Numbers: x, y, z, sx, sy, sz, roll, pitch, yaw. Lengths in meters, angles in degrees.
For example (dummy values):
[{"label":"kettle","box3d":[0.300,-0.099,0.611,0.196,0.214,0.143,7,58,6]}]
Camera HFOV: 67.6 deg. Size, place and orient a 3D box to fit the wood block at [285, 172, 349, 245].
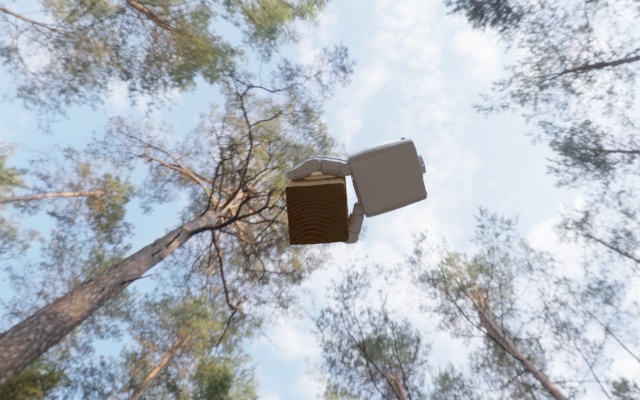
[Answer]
[{"label":"wood block","box3d":[0.001,0.003,0.798,0.090,0.091,0.206,-4,10,4]}]
